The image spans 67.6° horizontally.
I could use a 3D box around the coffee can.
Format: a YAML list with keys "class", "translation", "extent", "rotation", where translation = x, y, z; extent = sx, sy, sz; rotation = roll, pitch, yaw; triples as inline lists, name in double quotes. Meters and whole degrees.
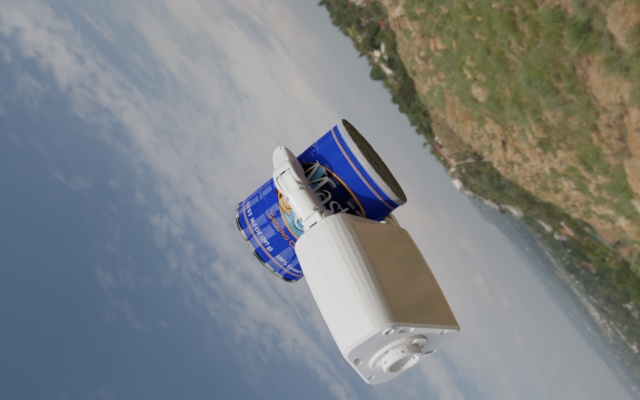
- class: "coffee can"
  translation: [0.000, 0.001, 0.481]
  extent: [0.140, 0.103, 0.103]
  rotation: [-38, -11, 15]
